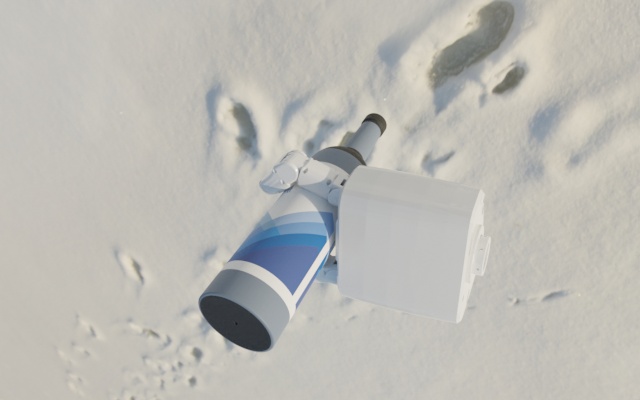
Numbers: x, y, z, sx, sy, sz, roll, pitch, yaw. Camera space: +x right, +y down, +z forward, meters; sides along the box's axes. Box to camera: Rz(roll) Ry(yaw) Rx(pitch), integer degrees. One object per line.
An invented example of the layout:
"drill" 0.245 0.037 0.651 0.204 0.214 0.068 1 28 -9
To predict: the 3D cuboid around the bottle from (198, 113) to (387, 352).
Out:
"bottle" 0.000 0.002 0.451 0.069 0.069 0.295 0 38 33
